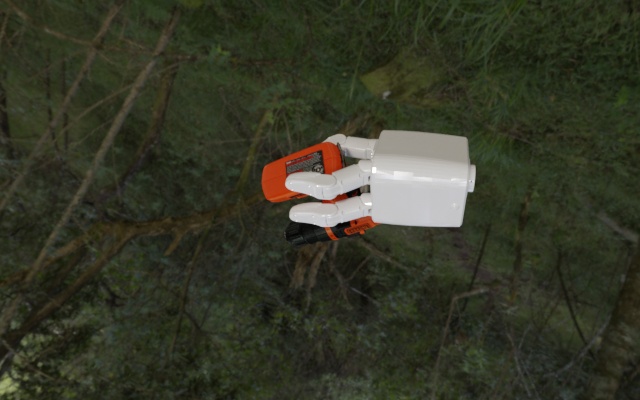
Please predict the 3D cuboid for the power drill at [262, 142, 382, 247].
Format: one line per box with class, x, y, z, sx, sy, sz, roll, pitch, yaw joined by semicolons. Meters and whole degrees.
power drill;0.000;0.002;0.650;0.184;0.057;0.188;-20;-29;19
